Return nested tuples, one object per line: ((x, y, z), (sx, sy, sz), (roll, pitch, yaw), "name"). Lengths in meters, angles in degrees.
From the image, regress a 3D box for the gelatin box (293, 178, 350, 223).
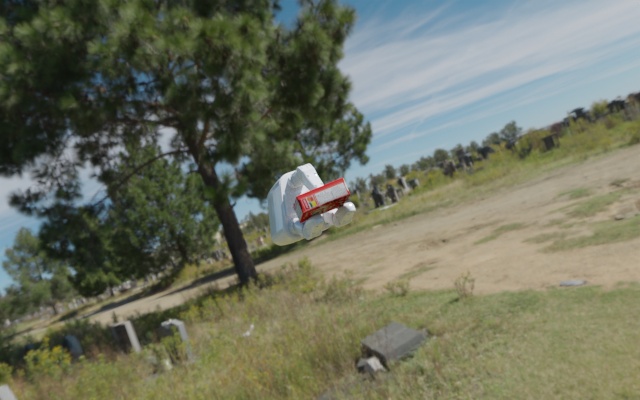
((0.000, 0.002, 0.705), (0.073, 0.030, 0.089), (-22, -9, -10), "gelatin box")
